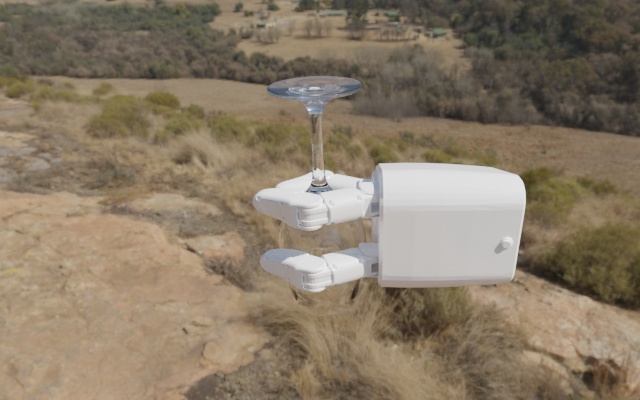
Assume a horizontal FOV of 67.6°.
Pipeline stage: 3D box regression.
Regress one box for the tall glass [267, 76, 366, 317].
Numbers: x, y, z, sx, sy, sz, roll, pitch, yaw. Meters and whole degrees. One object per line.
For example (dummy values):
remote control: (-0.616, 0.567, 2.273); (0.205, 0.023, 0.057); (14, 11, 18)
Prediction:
tall glass: (0.000, 0.001, 0.411); (0.079, 0.201, 0.079); (-2, 26, 1)
